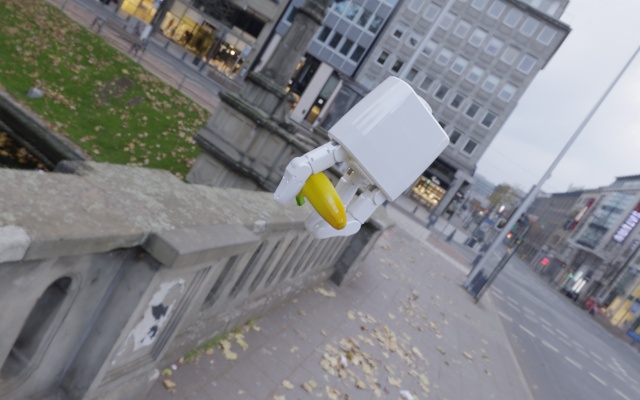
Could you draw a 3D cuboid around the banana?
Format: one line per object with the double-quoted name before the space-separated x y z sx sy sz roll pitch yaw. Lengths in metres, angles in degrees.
"banana" -0.009 -0.014 0.604 0.037 0.070 0.197 -30 15 -8
